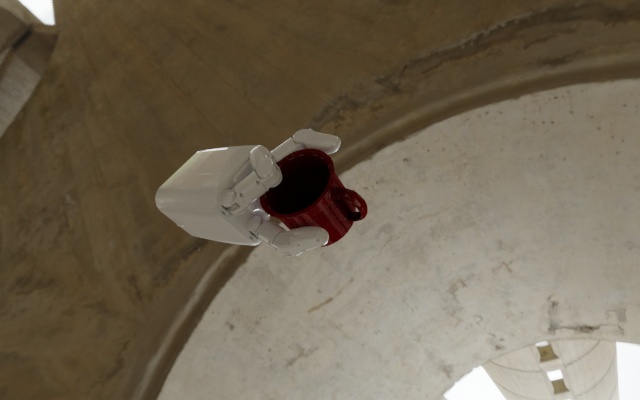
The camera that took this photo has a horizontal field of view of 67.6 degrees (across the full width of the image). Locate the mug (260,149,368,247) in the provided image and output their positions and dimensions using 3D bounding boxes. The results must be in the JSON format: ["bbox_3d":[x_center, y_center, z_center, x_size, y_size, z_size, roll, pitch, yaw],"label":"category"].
[{"bbox_3d":[0.001,0.002,0.544,0.117,0.093,0.081,3,-31,33],"label":"mug"}]
